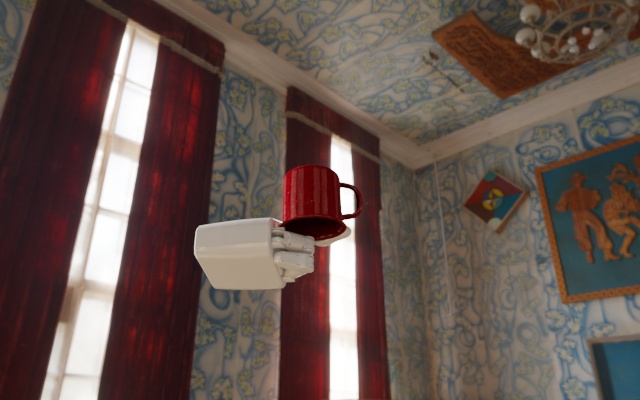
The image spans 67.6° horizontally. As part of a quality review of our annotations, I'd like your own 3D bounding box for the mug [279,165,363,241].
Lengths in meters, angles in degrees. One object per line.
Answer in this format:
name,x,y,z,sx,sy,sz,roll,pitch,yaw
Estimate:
mug,0.002,0.002,0.668,0.117,0.081,0.093,-5,-25,6
